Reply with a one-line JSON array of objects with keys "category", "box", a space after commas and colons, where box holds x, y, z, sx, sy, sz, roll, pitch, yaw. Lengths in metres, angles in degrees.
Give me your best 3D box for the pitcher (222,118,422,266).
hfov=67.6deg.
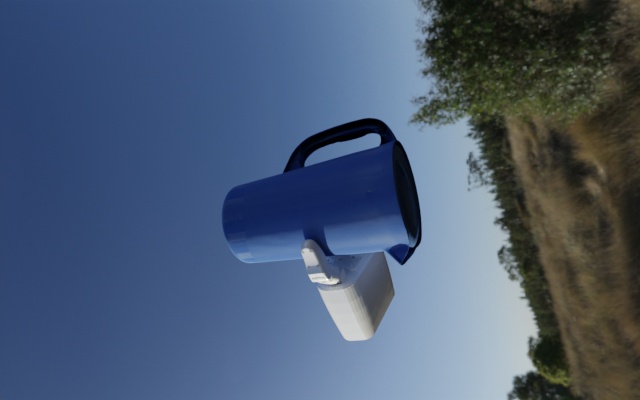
[{"category": "pitcher", "box": [0.000, 0.002, 0.616, 0.243, 0.145, 0.149, -11, 32, 21]}]
